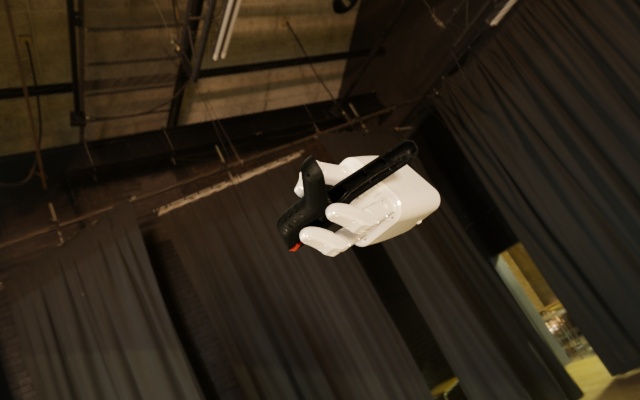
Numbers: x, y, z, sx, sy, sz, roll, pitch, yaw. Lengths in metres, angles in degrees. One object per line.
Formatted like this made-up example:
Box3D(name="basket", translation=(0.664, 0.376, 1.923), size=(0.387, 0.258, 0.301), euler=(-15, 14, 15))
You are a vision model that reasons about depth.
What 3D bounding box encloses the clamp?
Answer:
Box3D(name="clamp", translation=(0.000, 0.001, 0.558), size=(0.164, 0.036, 0.210), euler=(-9, -27, -46))
